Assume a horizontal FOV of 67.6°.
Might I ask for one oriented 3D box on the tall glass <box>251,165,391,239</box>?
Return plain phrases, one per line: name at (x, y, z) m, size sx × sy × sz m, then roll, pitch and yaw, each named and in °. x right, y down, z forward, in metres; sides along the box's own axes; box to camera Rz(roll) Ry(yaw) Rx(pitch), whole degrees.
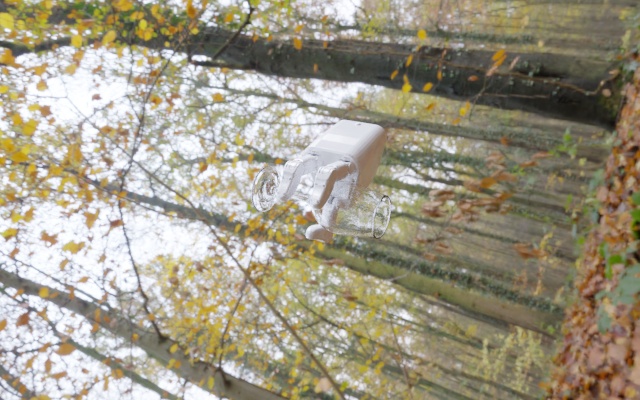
tall glass at (-0.001, 0.002, 0.702) m, size 0.201 × 0.079 × 0.079 m, roll 14°, pitch 7°, yaw 28°
